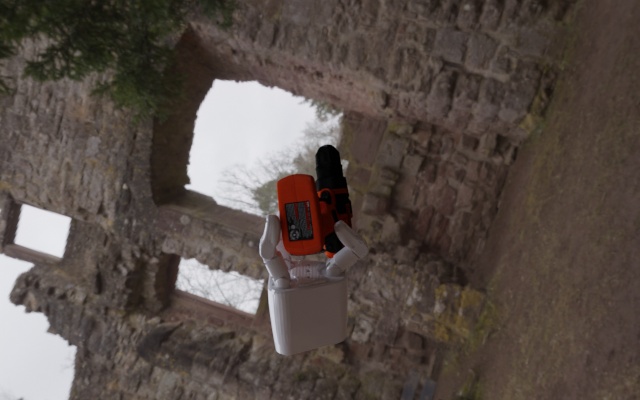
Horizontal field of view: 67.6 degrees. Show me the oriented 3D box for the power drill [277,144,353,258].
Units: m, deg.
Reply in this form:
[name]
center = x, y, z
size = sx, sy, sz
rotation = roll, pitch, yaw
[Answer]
[power drill]
center = 0.000, 0.003, 0.696
size = 0.057, 0.184, 0.187
rotation = -10, -3, 20
